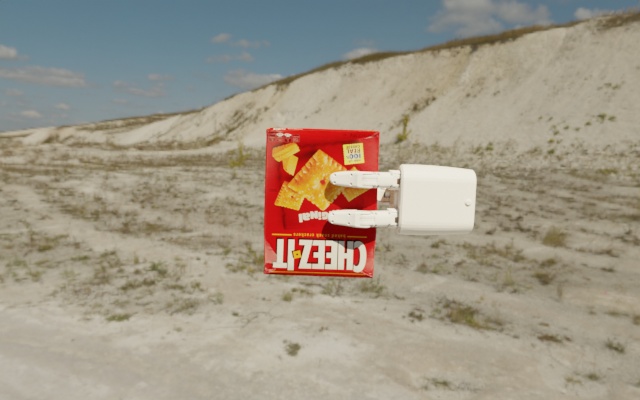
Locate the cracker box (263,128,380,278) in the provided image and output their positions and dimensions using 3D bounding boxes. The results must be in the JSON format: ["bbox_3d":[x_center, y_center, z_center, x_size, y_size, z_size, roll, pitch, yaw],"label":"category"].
[{"bbox_3d":[0.000,0.002,0.707,0.164,0.214,0.072,2,5,0],"label":"cracker box"}]
